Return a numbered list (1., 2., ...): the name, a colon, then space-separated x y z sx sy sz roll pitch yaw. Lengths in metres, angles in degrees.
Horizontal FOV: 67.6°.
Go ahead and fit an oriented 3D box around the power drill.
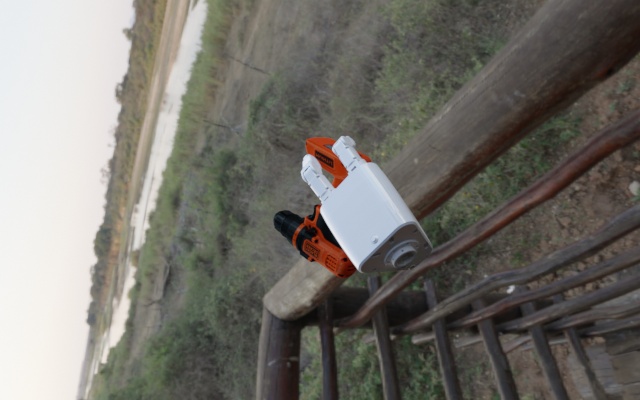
1. power drill: 0.000 0.002 0.736 0.057 0.188 0.184 -13 32 -43
